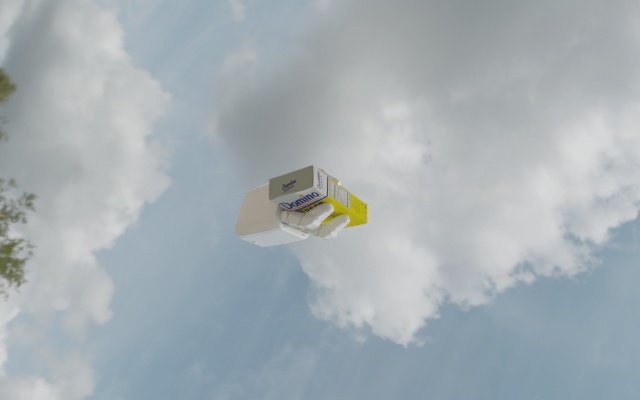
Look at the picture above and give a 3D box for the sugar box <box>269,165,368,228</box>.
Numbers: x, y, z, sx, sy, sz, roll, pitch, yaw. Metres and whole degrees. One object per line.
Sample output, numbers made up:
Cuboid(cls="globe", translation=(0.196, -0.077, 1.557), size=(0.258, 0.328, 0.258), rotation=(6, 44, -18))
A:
Cuboid(cls="sugar box", translation=(0.000, 0.003, 0.829), size=(0.093, 0.048, 0.176), rotation=(-16, -27, 32))
